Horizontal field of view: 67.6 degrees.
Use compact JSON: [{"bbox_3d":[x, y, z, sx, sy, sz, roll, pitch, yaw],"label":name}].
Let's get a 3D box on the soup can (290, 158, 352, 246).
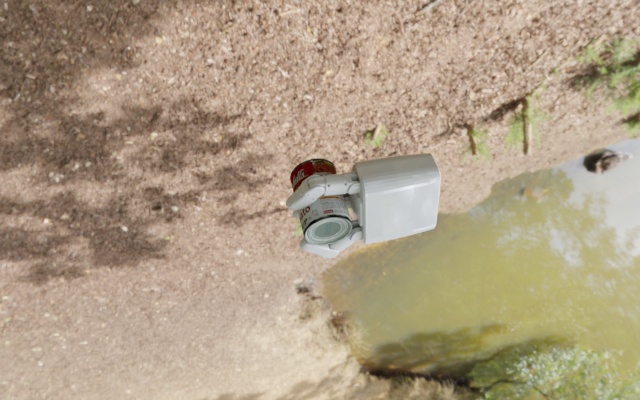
[{"bbox_3d":[0.000,0.002,0.654,0.068,0.102,0.069,-10,-36,-7],"label":"soup can"}]
